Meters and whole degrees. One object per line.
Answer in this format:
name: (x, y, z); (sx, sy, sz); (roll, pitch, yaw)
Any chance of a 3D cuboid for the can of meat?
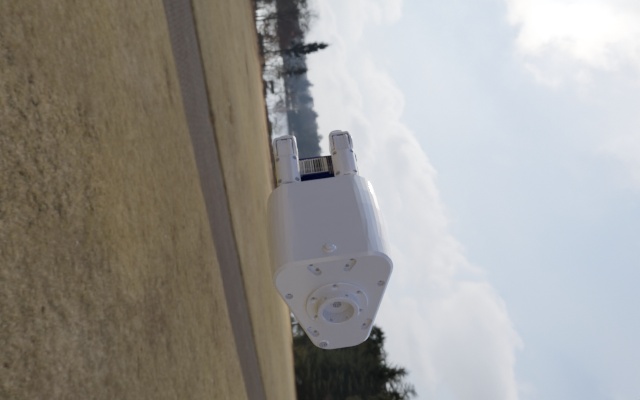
can of meat: (0.000, 0.002, 0.507); (0.084, 0.102, 0.057); (-7, 32, -1)
